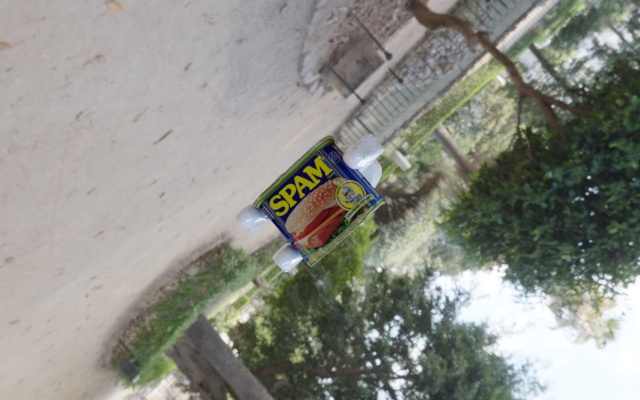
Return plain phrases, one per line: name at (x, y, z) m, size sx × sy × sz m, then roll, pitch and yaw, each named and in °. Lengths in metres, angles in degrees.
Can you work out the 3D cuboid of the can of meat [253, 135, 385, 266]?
can of meat at (0.000, 0.002, 0.468) m, size 0.102 × 0.084 × 0.057 m, roll -42°, pitch -4°, yaw 11°
